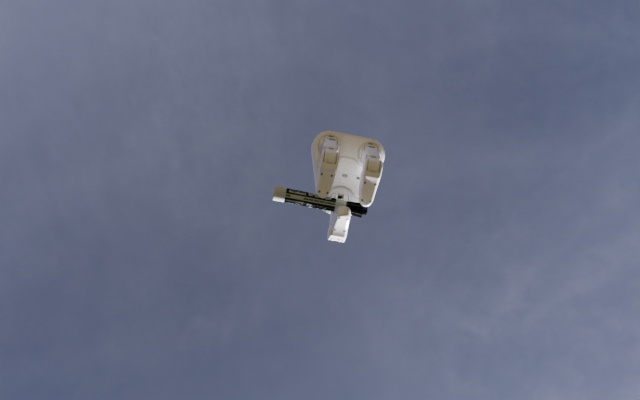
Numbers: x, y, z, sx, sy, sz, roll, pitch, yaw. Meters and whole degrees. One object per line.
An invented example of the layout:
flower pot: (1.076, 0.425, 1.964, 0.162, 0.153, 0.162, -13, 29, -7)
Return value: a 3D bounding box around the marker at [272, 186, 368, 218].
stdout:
marker: (0.000, 0.002, 0.605, 0.121, 0.020, 0.020, 11, -1, -4)
